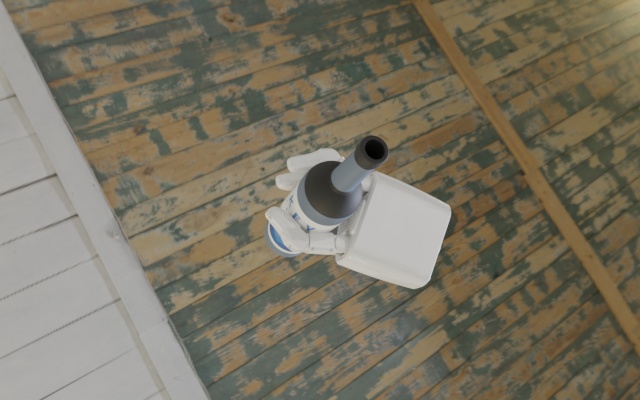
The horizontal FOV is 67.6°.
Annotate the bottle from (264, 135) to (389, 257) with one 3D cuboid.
[{"bbox_3d":[0.000,0.002,0.544,0.069,0.069,0.296,0,-18,-20],"label":"bottle"}]
